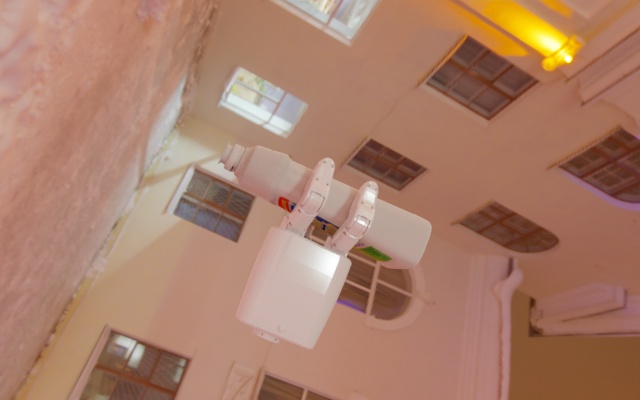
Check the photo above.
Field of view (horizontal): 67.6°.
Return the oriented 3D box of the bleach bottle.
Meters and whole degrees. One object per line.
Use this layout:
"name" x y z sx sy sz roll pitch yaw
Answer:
"bleach bottle" 0.000 0.002 0.562 0.251 0.068 0.102 26 -12 -13
